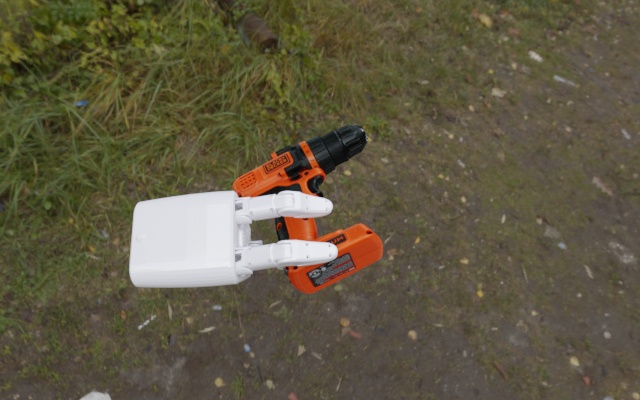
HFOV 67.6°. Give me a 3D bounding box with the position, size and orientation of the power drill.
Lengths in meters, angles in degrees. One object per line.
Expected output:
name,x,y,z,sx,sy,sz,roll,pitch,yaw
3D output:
power drill,0.000,0.002,0.563,0.184,0.187,0.057,-28,-41,0
